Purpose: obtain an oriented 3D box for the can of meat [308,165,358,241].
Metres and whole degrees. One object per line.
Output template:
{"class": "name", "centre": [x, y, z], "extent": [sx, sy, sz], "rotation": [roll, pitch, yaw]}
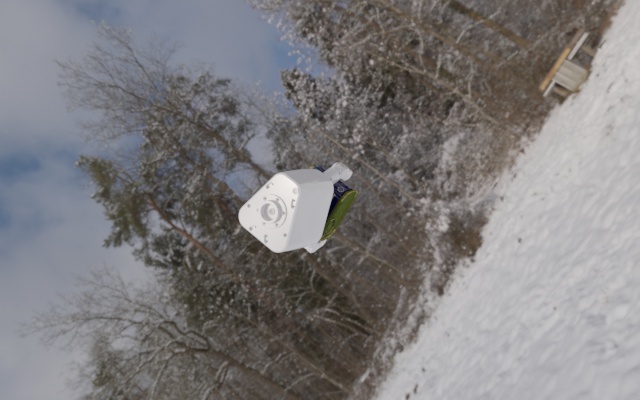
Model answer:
{"class": "can of meat", "centre": [0.000, 0.002, 0.808], "extent": [0.084, 0.102, 0.057], "rotation": [37, 22, 18]}
